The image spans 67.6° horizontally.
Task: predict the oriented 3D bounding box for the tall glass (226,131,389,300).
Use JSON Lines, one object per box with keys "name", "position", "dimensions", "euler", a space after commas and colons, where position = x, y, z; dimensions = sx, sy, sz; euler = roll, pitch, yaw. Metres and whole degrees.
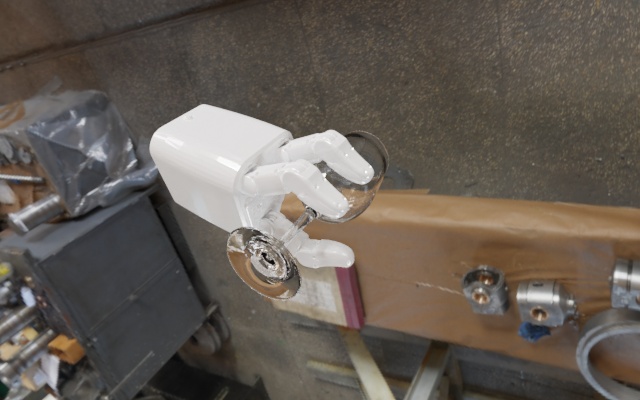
{"name": "tall glass", "position": [0.000, 0.002, 0.460], "dimensions": [0.079, 0.079, 0.201], "euler": [0, 31, 35]}
